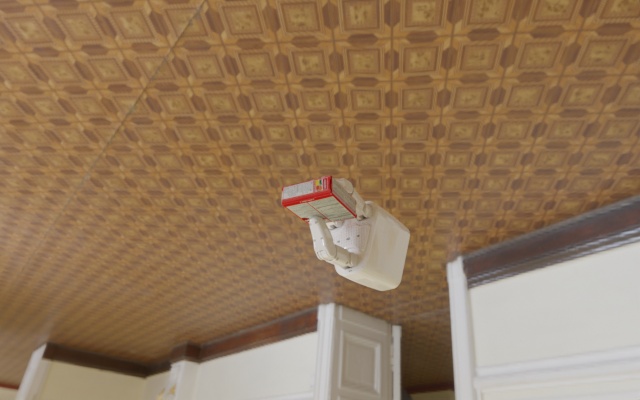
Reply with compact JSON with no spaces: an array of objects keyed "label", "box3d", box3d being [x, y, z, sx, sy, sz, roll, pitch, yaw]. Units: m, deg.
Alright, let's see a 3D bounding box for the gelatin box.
[{"label":"gelatin box","box3d":[0.000,0.002,0.646,0.073,0.030,0.089,-12,-27,23]}]
